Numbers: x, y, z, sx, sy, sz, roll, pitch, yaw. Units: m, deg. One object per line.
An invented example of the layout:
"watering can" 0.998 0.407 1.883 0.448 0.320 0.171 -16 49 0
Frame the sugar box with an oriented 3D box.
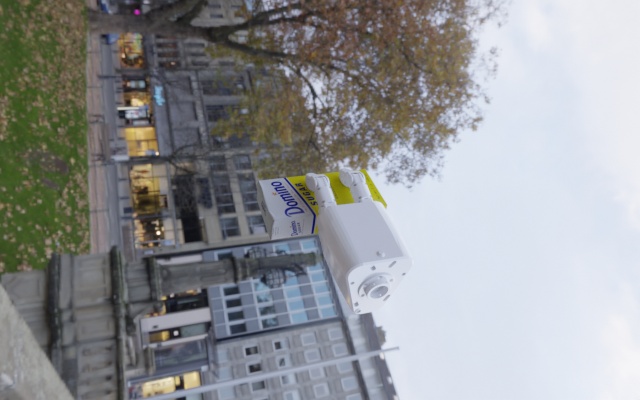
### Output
"sugar box" 0.000 0.002 0.716 0.176 0.048 0.093 -6 42 -20
